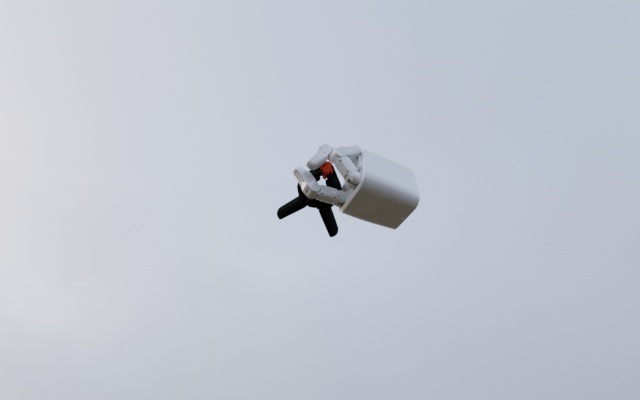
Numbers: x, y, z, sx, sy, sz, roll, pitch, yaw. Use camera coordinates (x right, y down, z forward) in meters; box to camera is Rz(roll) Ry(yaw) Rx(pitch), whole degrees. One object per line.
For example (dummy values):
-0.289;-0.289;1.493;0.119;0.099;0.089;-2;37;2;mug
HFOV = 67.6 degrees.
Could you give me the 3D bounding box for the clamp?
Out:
0.000;0.002;0.856;0.120;0.039;0.171;21;-40;-12;clamp
